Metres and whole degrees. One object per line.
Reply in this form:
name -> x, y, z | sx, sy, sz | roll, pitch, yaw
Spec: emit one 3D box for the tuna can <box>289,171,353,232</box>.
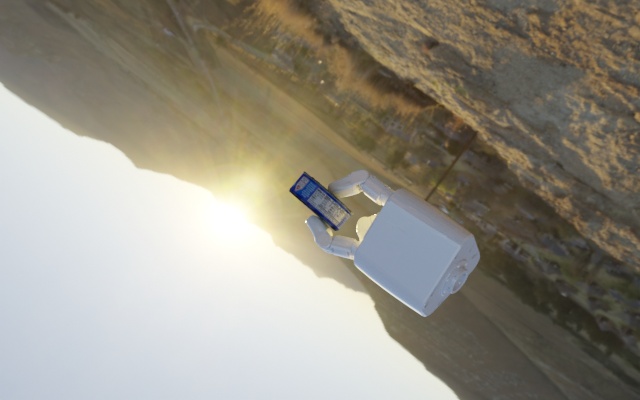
tuna can -> 0.000, 0.002, 0.627 | 0.086, 0.034, 0.086 | 41, -2, 1
